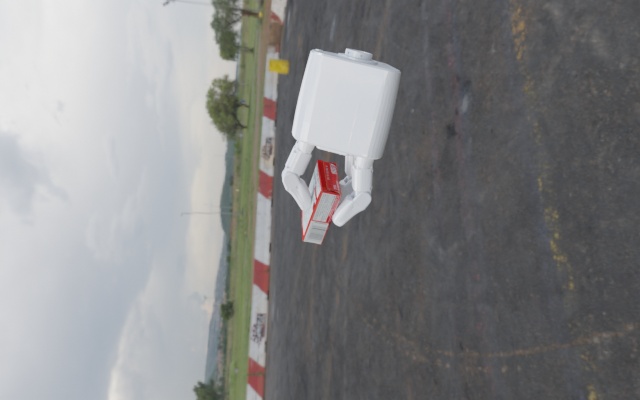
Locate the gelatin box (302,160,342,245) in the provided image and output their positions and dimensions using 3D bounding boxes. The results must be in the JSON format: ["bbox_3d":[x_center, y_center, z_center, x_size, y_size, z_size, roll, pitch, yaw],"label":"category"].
[{"bbox_3d":[0.000,0.002,0.640,0.030,0.089,0.073,12,34,-13],"label":"gelatin box"}]
